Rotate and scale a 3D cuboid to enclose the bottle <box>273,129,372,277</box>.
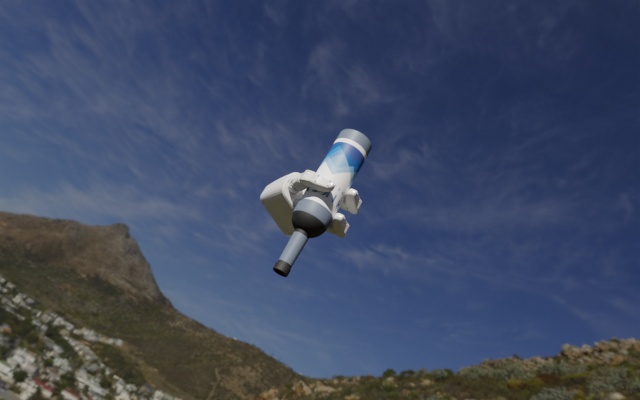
[{"bbox_3d":[0.000,0.003,0.839,0.069,0.295,0.069,24,-26,13],"label":"bottle"}]
